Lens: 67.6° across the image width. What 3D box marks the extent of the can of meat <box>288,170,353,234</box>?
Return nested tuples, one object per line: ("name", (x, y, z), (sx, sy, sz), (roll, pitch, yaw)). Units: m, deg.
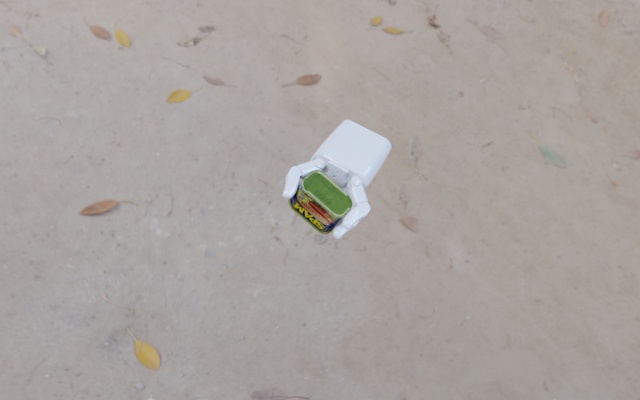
("can of meat", (0.000, 0.003, 0.855), (0.102, 0.057, 0.084), (41, -29, 0))
